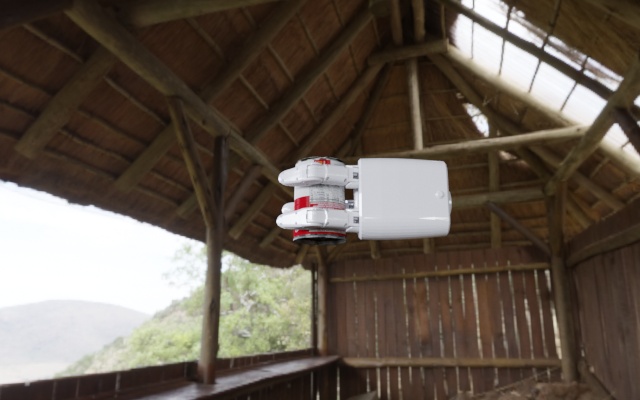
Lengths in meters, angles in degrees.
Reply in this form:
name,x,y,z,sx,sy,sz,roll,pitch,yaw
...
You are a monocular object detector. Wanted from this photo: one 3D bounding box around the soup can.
name,x,y,z,sx,sy,sz,roll,pitch,yaw
soup can,0.000,0.002,0.611,0.068,0.102,0.068,0,-13,0
